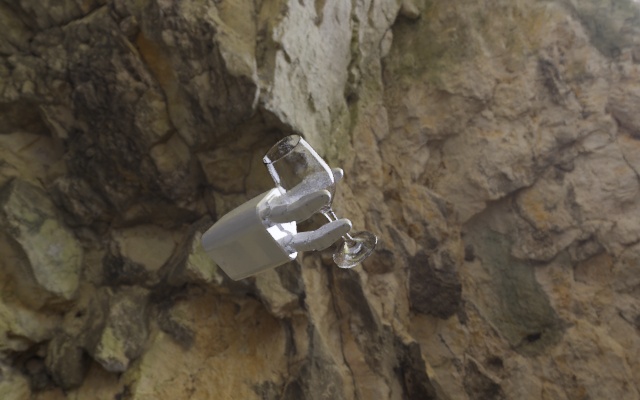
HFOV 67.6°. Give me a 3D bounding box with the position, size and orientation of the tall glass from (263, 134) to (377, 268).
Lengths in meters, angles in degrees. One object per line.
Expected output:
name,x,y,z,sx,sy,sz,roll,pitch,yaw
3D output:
tall glass,0.001,0.003,0.678,0.079,0.201,0.079,-27,29,16
